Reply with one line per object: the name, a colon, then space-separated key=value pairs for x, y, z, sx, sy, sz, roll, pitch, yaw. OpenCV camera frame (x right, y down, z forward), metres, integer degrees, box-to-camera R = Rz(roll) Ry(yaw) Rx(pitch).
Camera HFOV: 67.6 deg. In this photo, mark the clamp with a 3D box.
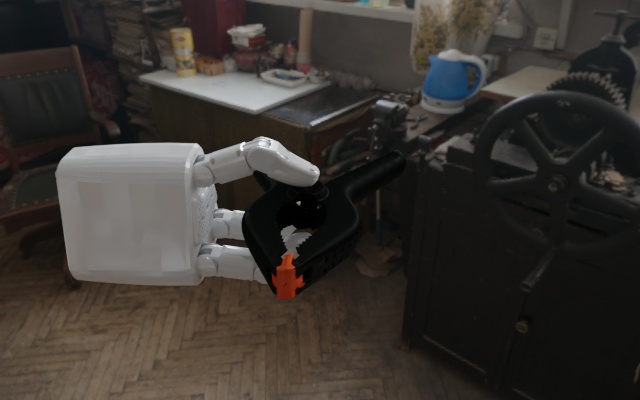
clamp: x=0.000 y=0.001 z=0.401 sx=0.164 sy=0.036 sz=0.209 roll=1 pitch=31 yaw=0
